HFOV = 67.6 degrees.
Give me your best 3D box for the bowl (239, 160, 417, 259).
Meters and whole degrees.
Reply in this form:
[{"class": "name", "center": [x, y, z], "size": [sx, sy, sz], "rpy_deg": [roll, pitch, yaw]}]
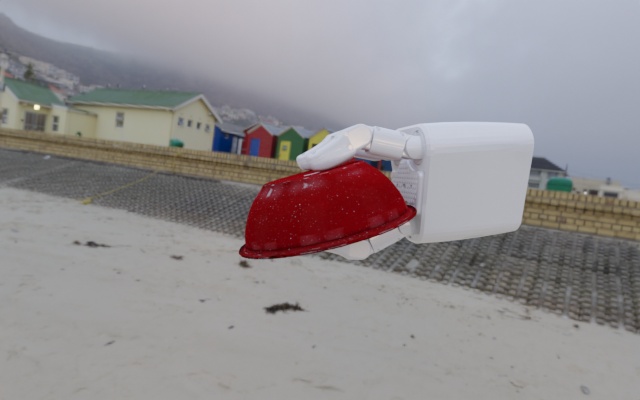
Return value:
[{"class": "bowl", "center": [-0.001, 0.001, 0.422], "size": [0.162, 0.055, 0.162], "rpy_deg": [-14, 7, 2]}]
